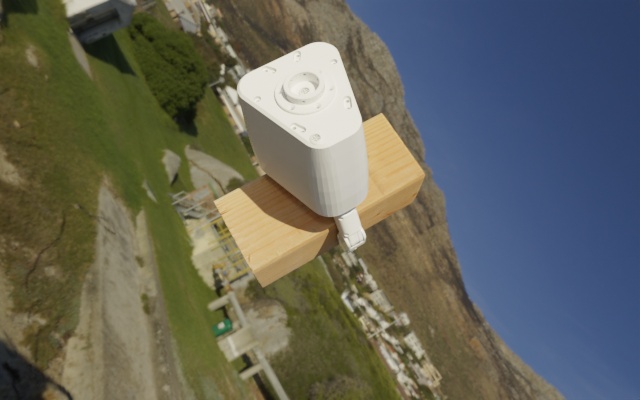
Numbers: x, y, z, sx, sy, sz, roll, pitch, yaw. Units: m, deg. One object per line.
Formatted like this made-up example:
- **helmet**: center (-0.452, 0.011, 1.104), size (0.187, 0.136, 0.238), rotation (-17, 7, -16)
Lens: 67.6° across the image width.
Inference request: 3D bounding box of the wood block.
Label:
- **wood block**: center (0.000, 0.002, 0.534), size (0.206, 0.090, 0.090), rotation (-29, -18, -10)
